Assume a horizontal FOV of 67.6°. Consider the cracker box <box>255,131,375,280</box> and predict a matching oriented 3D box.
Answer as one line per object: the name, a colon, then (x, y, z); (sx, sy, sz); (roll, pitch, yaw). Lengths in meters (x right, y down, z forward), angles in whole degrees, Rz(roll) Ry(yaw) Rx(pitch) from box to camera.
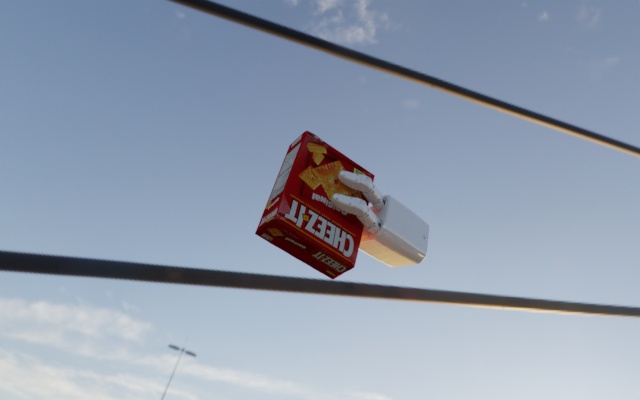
cracker box: (0.000, 0.003, 0.836); (0.164, 0.213, 0.072); (33, -42, -19)
